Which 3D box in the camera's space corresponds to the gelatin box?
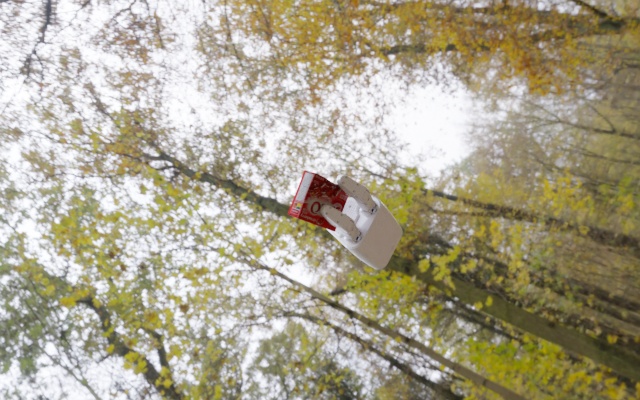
[{"bbox_3d":[0.000,0.002,0.741,0.030,0.073,0.089,19,-4,46],"label":"gelatin box"}]
